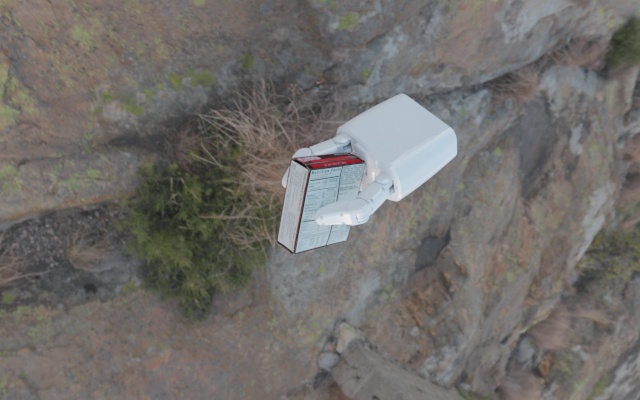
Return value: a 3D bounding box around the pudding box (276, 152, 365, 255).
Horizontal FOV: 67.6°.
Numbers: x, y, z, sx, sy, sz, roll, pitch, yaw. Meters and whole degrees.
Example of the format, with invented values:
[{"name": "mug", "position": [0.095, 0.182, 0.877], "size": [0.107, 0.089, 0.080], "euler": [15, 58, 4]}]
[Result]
[{"name": "pudding box", "position": [0.000, 0.002, 0.566], "size": [0.090, 0.113, 0.039], "euler": [-9, 30, -40]}]
